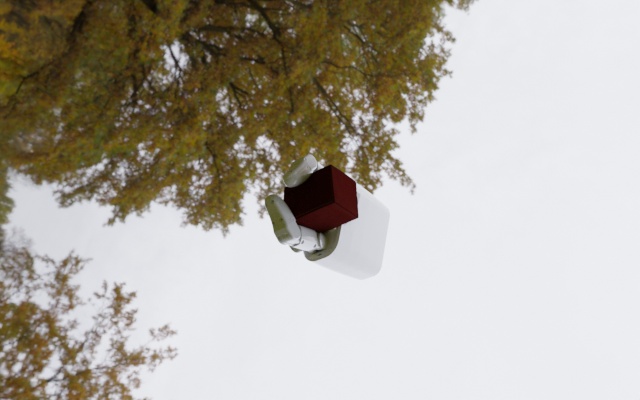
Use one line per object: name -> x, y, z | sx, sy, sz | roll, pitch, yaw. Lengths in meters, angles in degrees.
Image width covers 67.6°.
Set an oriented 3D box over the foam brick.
foam brick -> 0.000, 0.002, 0.571 | 0.078, 0.053, 0.051 | -24, -38, 33
